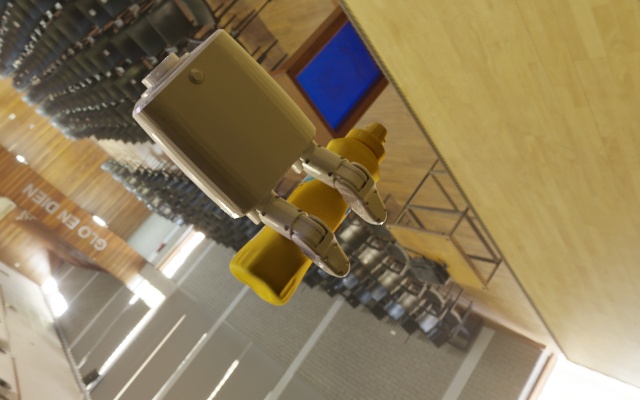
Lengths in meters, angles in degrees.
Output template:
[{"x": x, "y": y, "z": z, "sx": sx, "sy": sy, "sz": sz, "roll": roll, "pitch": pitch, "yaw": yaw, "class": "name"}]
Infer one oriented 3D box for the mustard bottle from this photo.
[{"x": 0.000, "y": 0.002, "z": 0.428, "sx": 0.058, "sy": 0.191, "sz": 0.096, "roll": 39, "pitch": -18, "yaw": -1, "class": "mustard bottle"}]
